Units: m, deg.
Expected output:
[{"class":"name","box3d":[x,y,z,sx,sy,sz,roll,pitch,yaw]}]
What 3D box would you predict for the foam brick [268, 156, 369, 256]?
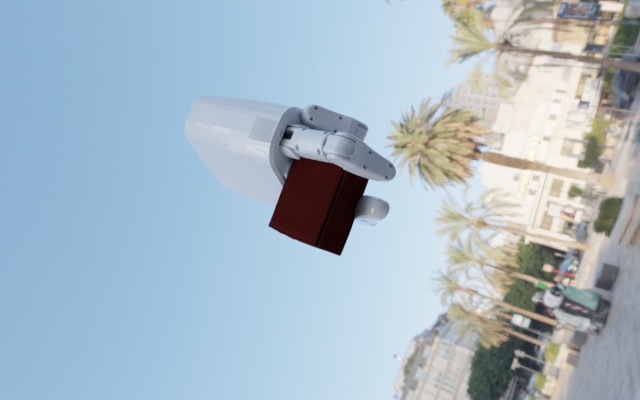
[{"class":"foam brick","box3d":[0.000,0.002,0.413,0.051,0.078,0.053,16,-10,27]}]
